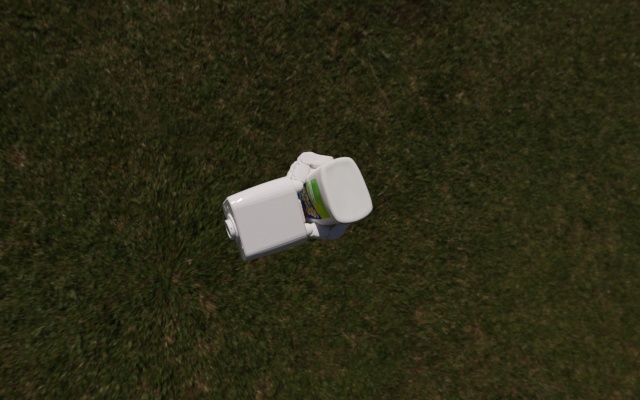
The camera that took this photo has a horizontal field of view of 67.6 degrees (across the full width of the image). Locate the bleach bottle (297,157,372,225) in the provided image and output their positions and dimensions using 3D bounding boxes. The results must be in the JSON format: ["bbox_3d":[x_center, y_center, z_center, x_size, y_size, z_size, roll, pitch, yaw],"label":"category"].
[{"bbox_3d":[0.000,0.003,0.817,0.068,0.102,0.251,-19,-3,-20],"label":"bleach bottle"}]
